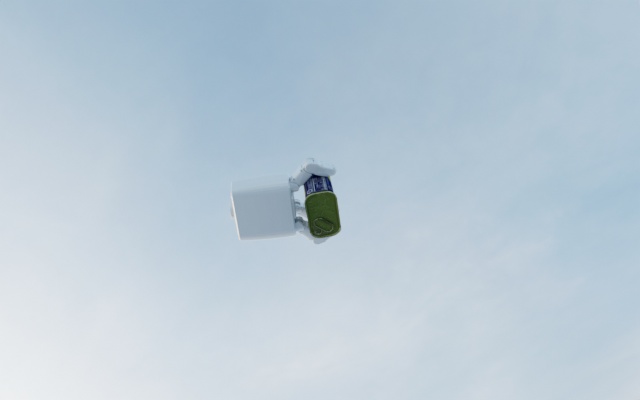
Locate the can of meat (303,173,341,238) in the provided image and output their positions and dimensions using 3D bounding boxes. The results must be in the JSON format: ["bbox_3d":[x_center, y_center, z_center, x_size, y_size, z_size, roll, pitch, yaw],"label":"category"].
[{"bbox_3d":[0.000,0.003,0.871,0.057,0.102,0.084,-10,37,-1],"label":"can of meat"}]
